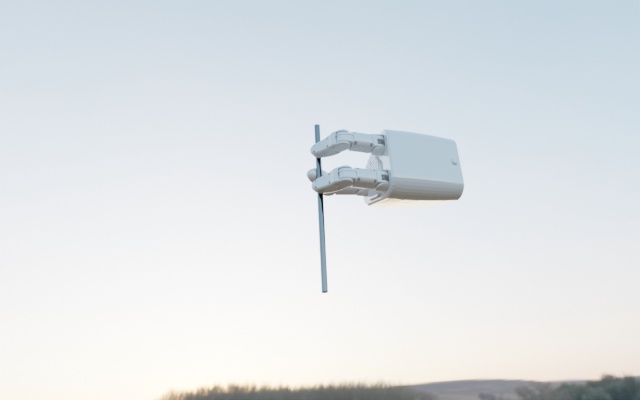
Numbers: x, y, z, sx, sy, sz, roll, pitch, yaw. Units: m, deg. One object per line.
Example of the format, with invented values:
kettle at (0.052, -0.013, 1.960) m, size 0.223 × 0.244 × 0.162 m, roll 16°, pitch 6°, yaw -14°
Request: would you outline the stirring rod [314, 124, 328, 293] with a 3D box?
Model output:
stirring rod at (0.000, 0.002, 0.625) m, size 0.011 × 0.239 × 0.011 m, roll -2°, pitch -26°, yaw -1°
